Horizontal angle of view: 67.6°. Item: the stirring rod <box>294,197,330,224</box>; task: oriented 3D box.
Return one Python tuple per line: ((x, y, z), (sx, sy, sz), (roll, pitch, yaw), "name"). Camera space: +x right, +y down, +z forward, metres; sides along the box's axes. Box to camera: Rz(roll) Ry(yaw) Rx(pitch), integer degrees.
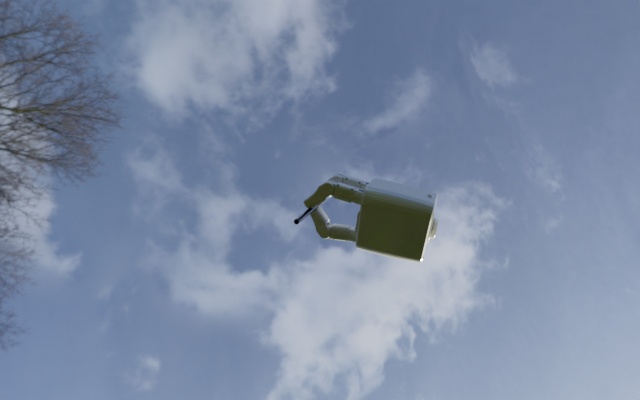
((0.000, 0.003, 0.793), (0.011, 0.011, 0.239), (0, 13, 17), "stirring rod")
